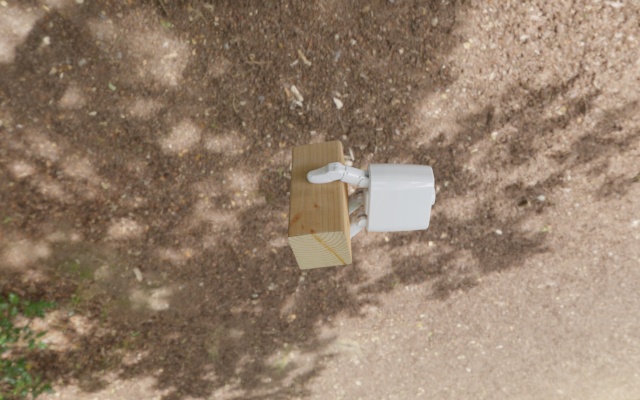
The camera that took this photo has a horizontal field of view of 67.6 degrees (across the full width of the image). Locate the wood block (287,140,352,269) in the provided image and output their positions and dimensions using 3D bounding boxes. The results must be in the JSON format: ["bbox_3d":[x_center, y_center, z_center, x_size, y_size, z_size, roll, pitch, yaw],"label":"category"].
[{"bbox_3d":[0.000,0.003,0.817,0.090,0.206,0.091,-7,-42,7],"label":"wood block"}]
